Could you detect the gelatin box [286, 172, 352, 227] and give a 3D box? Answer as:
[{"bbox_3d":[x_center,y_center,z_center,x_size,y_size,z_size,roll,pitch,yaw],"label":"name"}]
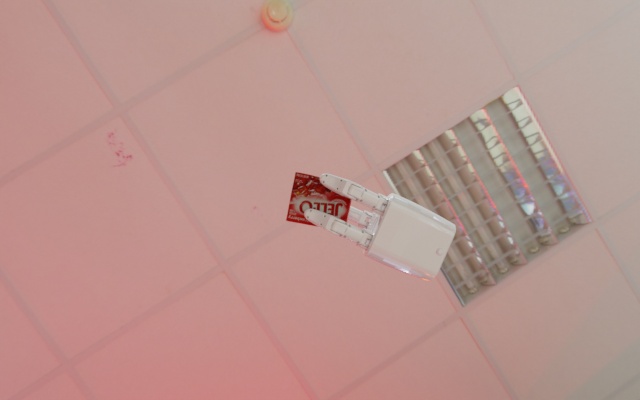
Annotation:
[{"bbox_3d":[0.000,0.002,0.701,0.089,0.073,0.030,11,-1,3],"label":"gelatin box"}]
